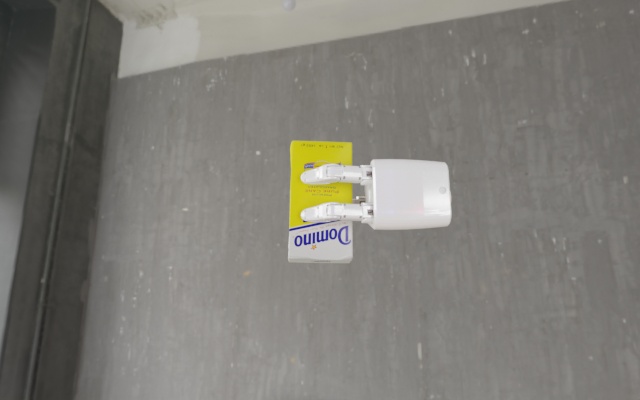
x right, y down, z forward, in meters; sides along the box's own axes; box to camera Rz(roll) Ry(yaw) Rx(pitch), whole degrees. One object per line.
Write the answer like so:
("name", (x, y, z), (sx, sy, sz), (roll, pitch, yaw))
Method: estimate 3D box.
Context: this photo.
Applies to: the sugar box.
("sugar box", (0.000, 0.002, 0.702), (0.093, 0.176, 0.048), (1, -15, -3))
